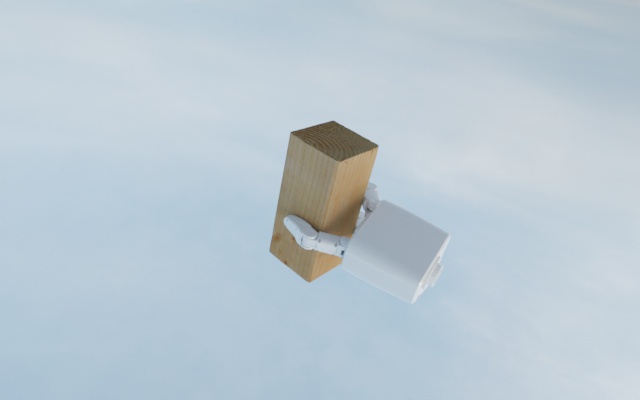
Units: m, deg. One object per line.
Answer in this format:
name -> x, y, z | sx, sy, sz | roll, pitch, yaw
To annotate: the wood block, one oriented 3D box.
wood block -> 0.000, 0.003, 0.688 | 0.090, 0.206, 0.091 | 34, 38, 29
